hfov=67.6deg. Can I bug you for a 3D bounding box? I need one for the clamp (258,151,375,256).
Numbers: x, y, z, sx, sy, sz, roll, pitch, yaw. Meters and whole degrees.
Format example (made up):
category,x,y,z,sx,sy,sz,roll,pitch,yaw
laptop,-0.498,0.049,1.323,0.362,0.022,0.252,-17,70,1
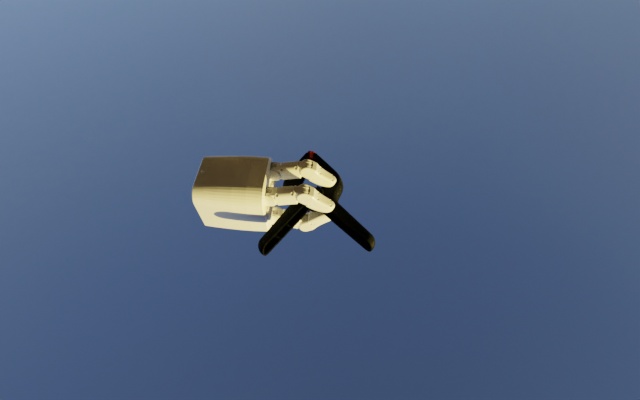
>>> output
category,x,y,z,sx,sy,sz,roll,pitch,yaw
clamp,0.000,0.003,0.734,0.164,0.209,0.036,4,-44,1
